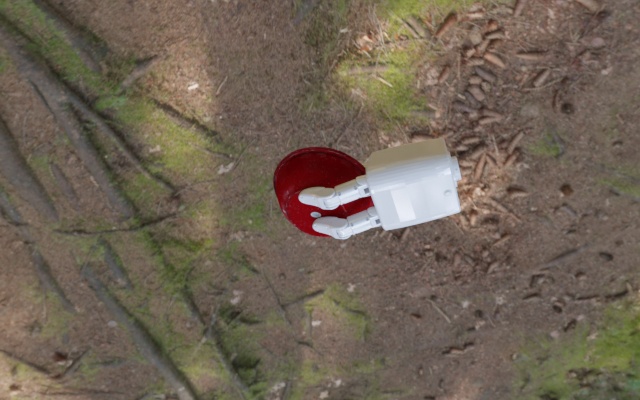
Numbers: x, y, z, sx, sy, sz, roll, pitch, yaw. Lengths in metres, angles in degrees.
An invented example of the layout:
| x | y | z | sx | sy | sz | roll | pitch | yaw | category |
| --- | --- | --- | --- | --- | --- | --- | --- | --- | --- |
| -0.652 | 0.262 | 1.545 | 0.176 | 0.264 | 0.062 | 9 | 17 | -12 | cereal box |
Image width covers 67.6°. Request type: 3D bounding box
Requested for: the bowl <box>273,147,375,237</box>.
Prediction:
| x | y | z | sx | sy | sz | roll | pitch | yaw | category |
| --- | --- | --- | --- | --- | --- | --- | --- | --- | --- |
| -0.001 | 0.003 | 0.704 | 0.162 | 0.162 | 0.055 | 0 | 40 | 17 | bowl |
